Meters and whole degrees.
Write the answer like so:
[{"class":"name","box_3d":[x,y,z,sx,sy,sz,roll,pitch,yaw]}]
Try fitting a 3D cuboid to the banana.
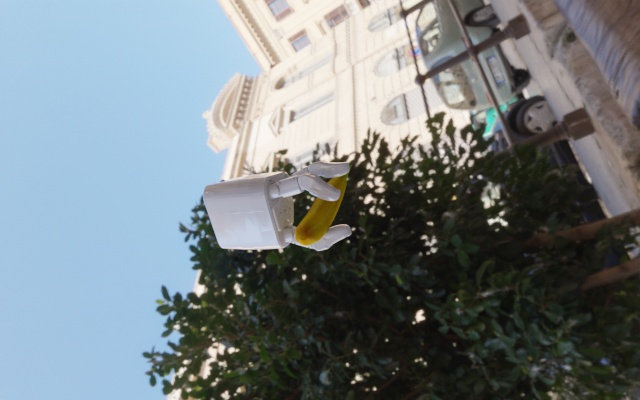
[{"class":"banana","box_3d":[0.000,0.015,0.692,0.037,0.070,0.197,15,37,12]}]
